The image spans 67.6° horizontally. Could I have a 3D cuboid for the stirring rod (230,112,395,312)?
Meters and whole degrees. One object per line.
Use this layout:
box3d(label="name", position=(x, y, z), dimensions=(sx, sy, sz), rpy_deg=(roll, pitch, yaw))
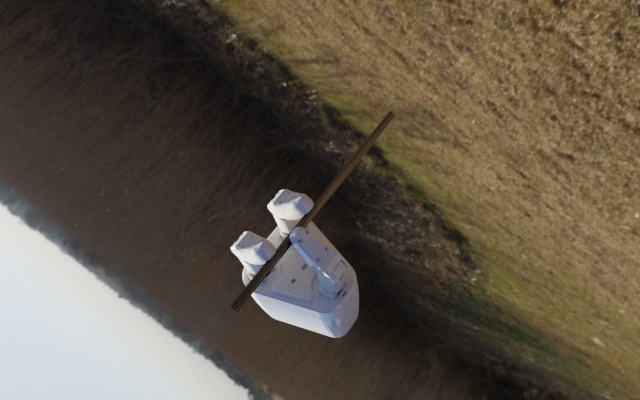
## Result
box3d(label="stirring rod", position=(0.000, 0.001, 0.433), dimensions=(0.011, 0.239, 0.011), rpy_deg=(33, -22, 15))
